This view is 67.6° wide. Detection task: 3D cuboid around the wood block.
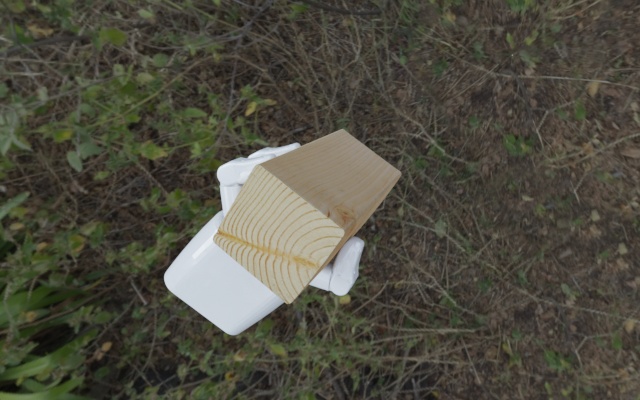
[{"bbox_3d":[0.000,0.002,0.477,0.091,0.090,0.206,39,26,7],"label":"wood block"}]
